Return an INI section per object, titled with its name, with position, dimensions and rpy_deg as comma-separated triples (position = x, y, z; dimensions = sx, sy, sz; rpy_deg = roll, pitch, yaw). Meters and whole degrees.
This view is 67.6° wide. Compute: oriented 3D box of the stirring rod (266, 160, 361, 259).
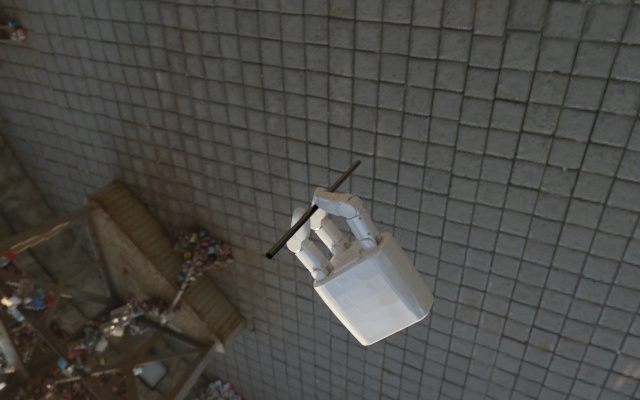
[stirring rod]
position = 0.000, 0.002, 0.595
dimensions = 0.011, 0.011, 0.239
rpy_deg = 0, 28, 31
